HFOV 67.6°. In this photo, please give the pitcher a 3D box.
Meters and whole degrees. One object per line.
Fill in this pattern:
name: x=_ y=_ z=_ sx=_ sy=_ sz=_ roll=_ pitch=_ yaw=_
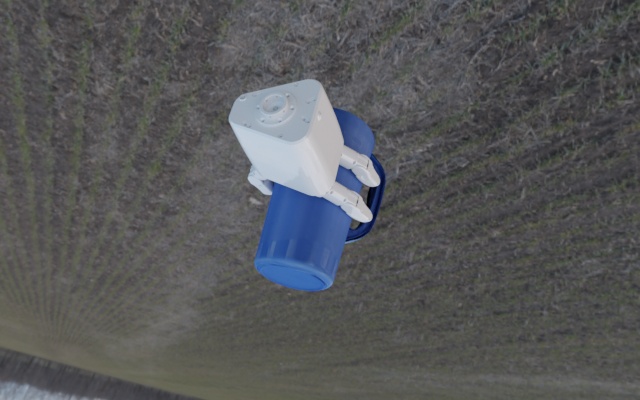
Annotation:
pitcher: x=0.000 y=0.002 z=0.681 sx=0.149 sy=0.242 sz=0.145 roll=6 pitch=-28 yaw=18
